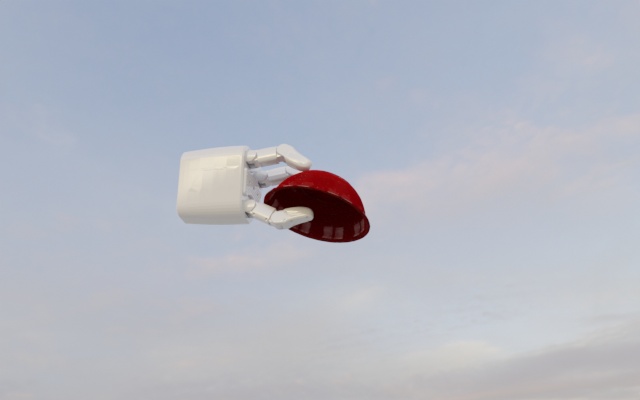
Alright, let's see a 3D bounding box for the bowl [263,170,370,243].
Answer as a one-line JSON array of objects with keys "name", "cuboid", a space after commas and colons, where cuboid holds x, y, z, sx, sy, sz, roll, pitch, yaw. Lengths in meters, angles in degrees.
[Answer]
[{"name": "bowl", "cuboid": [0.002, 0.002, 0.712, 0.162, 0.055, 0.162, 13, -29, 7]}]
